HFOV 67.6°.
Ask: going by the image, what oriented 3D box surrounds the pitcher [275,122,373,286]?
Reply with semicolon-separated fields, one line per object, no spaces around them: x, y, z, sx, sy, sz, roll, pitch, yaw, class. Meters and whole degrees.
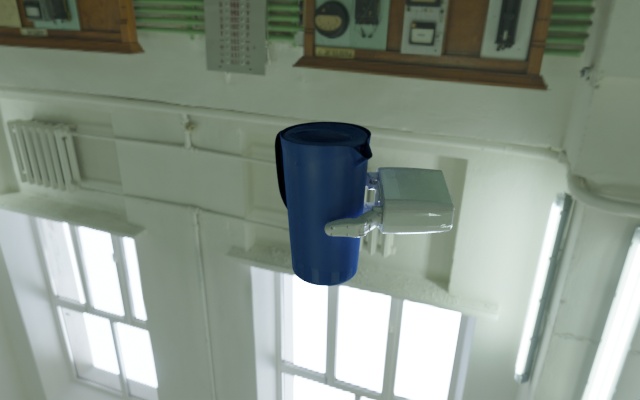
0.000;0.002;0.747;0.145;0.243;0.149;0;24;-2;pitcher
